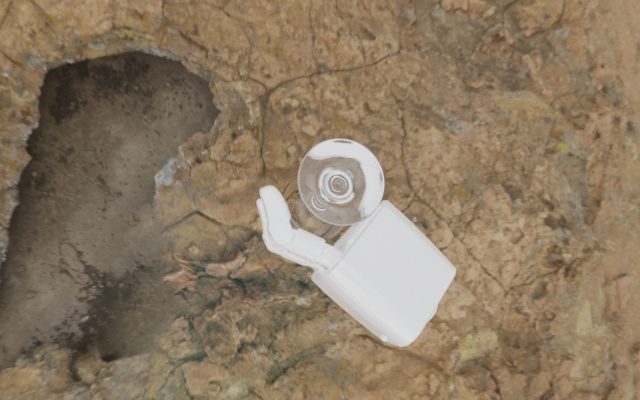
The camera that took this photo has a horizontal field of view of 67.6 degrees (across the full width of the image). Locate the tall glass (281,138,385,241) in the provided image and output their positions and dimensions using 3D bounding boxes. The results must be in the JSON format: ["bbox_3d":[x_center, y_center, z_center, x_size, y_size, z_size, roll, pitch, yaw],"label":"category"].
[{"bbox_3d":[0.000,0.001,0.490,0.079,0.079,0.201,0,-10,-11],"label":"tall glass"}]
